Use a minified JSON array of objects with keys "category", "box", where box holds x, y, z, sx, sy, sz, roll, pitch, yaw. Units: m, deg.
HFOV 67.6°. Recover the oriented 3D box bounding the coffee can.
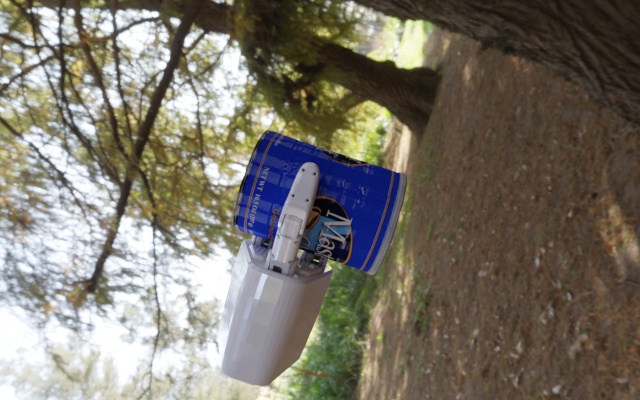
[{"category":"coffee can","box":[0.000,0.001,0.463,0.140,0.103,0.103,18,0,1]}]
